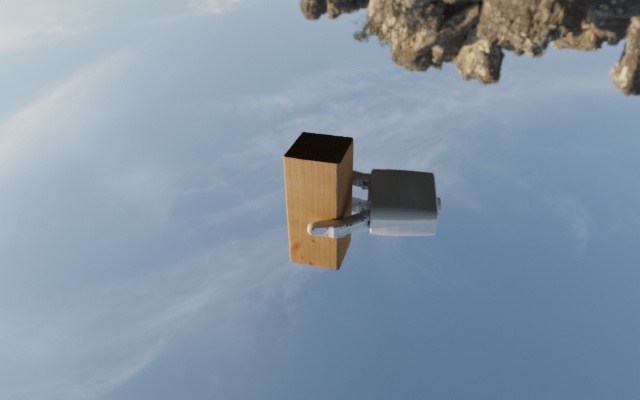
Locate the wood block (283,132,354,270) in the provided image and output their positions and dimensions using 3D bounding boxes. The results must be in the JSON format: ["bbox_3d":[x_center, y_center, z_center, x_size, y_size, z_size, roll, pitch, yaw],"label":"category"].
[{"bbox_3d":[0.000,0.003,0.788,0.090,0.206,0.090,9,35,15],"label":"wood block"}]
